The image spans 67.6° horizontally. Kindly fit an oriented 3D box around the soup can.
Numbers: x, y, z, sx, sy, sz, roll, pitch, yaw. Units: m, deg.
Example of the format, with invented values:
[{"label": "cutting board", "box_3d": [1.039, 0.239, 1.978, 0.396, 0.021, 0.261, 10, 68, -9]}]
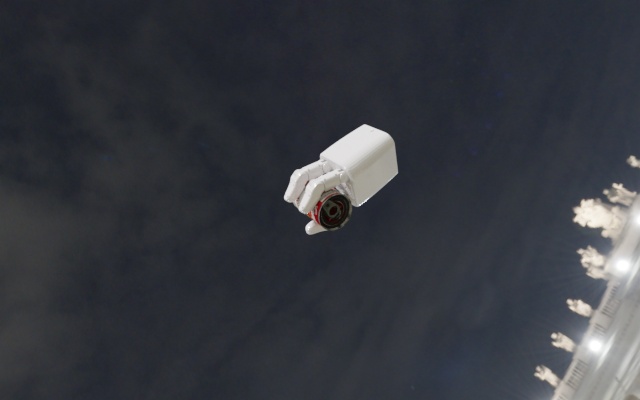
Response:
[{"label": "soup can", "box_3d": [0.000, 0.003, 0.850, 0.068, 0.068, 0.102, 0, 21, -34]}]
